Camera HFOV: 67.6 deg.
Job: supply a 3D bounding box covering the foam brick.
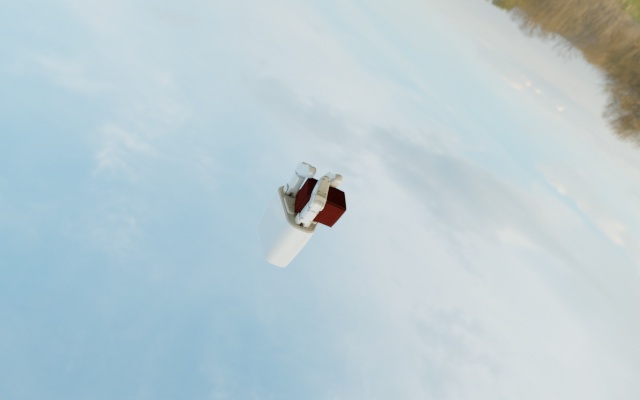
[{"bbox_3d":[0.000,0.003,0.854,0.078,0.051,0.053,24,35,-17],"label":"foam brick"}]
